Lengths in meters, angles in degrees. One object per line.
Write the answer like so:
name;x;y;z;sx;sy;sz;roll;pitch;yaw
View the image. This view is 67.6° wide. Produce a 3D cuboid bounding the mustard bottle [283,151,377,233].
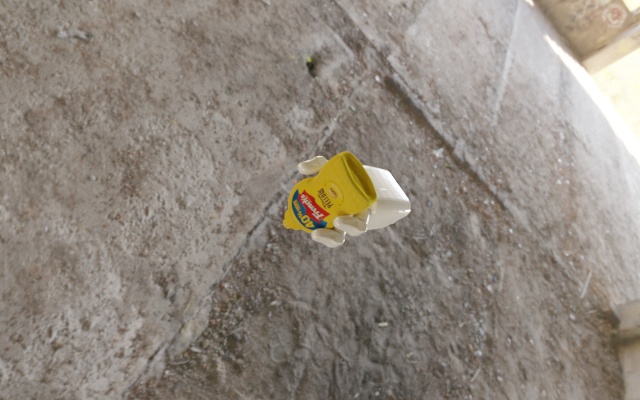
mustard bottle;0.000;0.003;0.802;0.192;0.096;0.058;-33;-1;41
